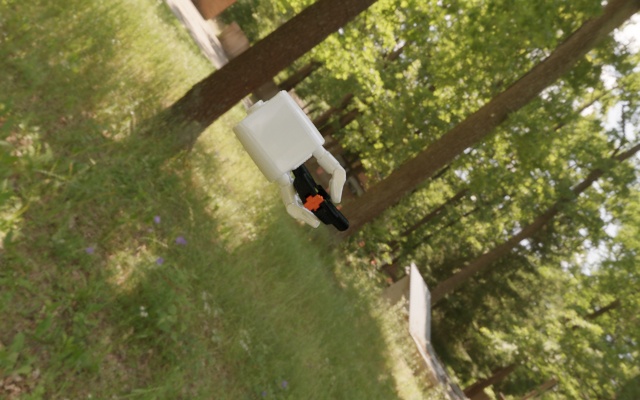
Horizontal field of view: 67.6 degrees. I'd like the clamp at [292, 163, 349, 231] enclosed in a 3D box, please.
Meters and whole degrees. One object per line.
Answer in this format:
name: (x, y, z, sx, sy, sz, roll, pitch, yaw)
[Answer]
clamp: (0.001, 0.002, 0.795, 0.036, 0.164, 0.210, -39, 9, 5)
